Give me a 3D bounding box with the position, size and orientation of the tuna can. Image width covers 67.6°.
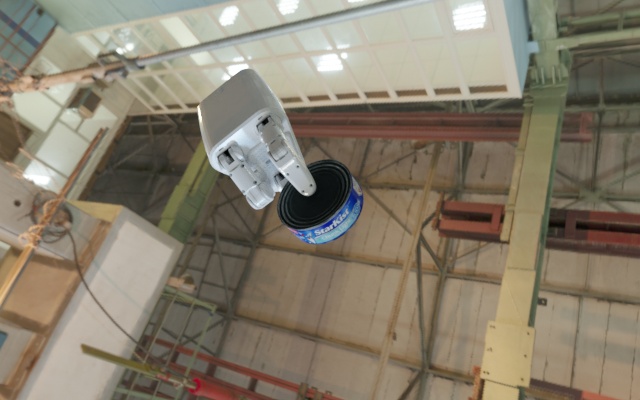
[{"bbox_3d":[0.000,0.002,0.490,0.086,0.086,0.034,0,-34,35],"label":"tuna can"}]
